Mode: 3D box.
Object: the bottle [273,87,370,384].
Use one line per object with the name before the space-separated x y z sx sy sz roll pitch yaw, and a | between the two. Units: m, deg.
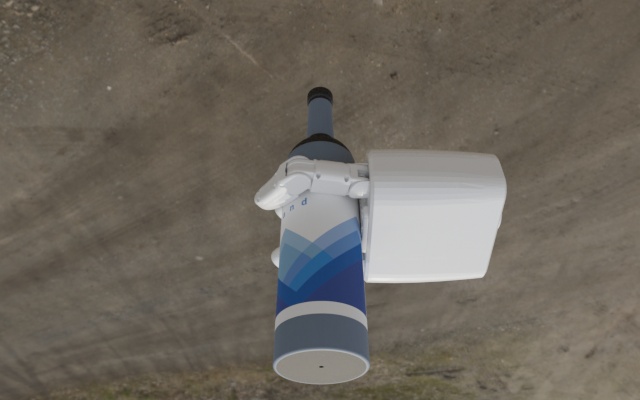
bottle | 0.000 0.002 0.419 0.069 0.295 0.069 0 -40 0
